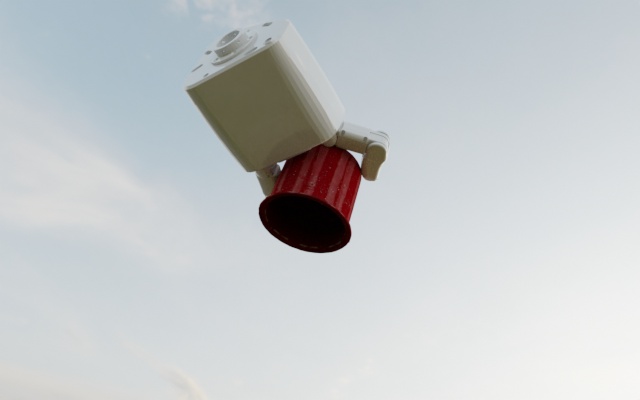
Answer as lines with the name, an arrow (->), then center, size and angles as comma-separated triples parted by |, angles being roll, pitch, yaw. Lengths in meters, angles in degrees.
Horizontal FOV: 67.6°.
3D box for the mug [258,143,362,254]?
mug -> 0.001, 0.002, 0.489 | 0.093, 0.081, 0.117 | -7, -45, 30
